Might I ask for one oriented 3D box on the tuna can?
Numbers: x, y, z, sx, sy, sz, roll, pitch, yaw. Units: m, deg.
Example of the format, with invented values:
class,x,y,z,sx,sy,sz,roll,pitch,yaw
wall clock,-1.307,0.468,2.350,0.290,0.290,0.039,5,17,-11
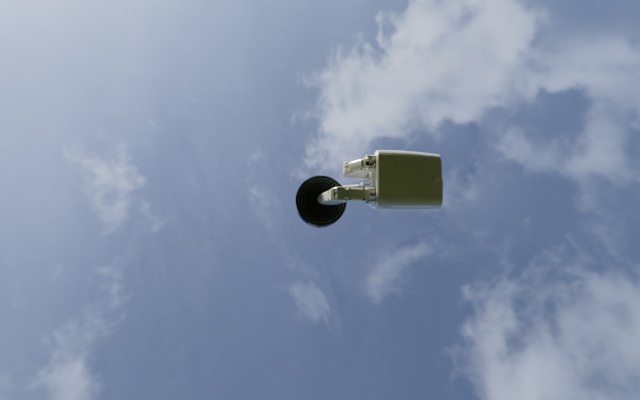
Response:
class,x,y,z,sx,sy,sz,roll,pitch,yaw
tuna can,0.000,0.003,0.809,0.086,0.086,0.034,0,-10,-4
